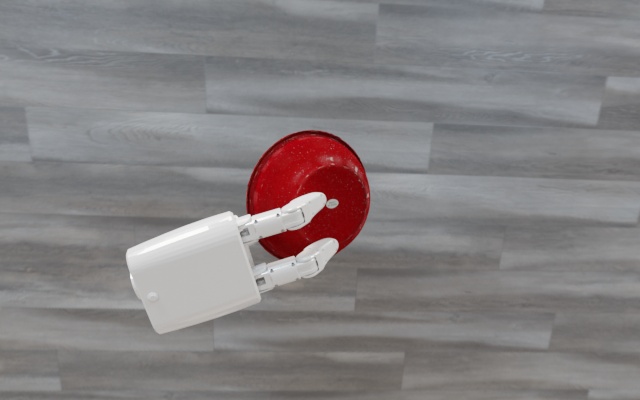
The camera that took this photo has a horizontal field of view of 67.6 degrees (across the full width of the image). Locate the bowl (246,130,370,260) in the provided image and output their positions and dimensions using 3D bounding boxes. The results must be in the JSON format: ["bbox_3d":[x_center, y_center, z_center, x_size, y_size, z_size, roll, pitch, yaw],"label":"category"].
[{"bbox_3d":[0.001,0.001,0.546,0.162,0.162,0.055,0,9,-28],"label":"bowl"}]
